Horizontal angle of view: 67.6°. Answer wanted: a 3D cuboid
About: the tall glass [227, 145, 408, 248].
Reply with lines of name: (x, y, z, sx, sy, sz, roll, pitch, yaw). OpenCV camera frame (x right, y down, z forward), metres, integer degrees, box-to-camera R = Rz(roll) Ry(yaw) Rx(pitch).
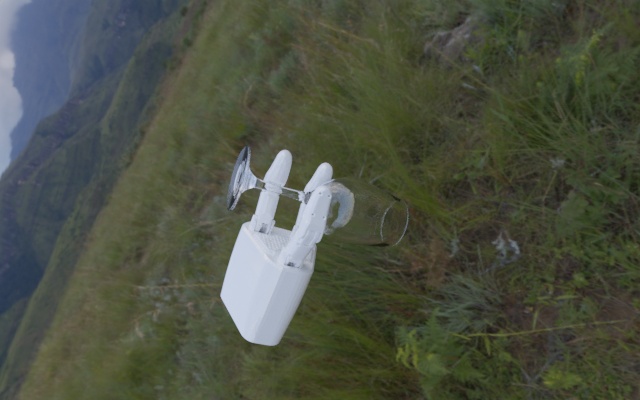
tall glass: (0.000, 0.002, 0.549, 0.201, 0.079, 0.079, 16, -6, -20)
